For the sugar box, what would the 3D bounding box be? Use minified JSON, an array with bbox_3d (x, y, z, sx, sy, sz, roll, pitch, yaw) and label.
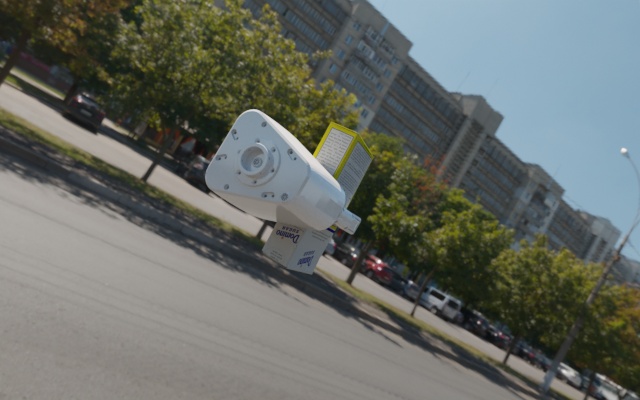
[{"bbox_3d":[0.000,0.002,0.590,0.048,0.176,0.093,30,-3,23],"label":"sugar box"}]
